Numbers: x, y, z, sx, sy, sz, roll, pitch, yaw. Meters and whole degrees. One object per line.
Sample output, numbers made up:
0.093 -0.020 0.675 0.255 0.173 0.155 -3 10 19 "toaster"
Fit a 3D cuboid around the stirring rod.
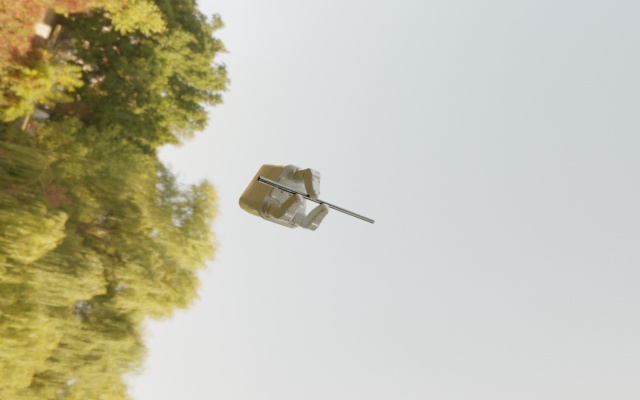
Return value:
0.000 0.003 0.801 0.239 0.011 0.011 21 -11 -32 "stirring rod"
